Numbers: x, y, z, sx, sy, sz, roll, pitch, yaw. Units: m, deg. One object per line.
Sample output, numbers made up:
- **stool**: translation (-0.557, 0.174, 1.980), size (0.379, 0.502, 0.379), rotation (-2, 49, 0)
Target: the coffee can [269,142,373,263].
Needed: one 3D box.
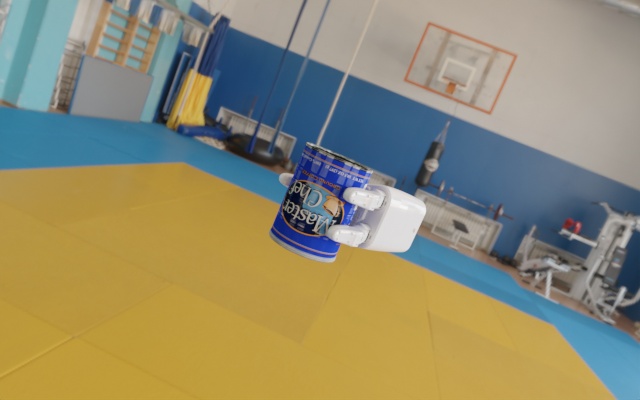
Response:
- **coffee can**: translation (0.000, 0.002, 0.674), size (0.103, 0.140, 0.103), rotation (23, 9, -4)
